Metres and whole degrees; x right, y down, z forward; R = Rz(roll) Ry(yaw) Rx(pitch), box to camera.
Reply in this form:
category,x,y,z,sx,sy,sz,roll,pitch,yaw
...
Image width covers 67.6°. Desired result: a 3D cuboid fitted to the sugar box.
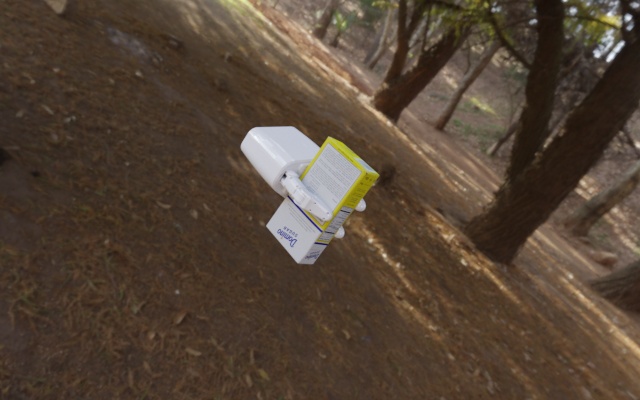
category,x,y,z,sx,sy,sz,roll,pitch,yaw
sugar box,0.000,0.002,0.729,0.093,0.176,0.048,46,20,32
